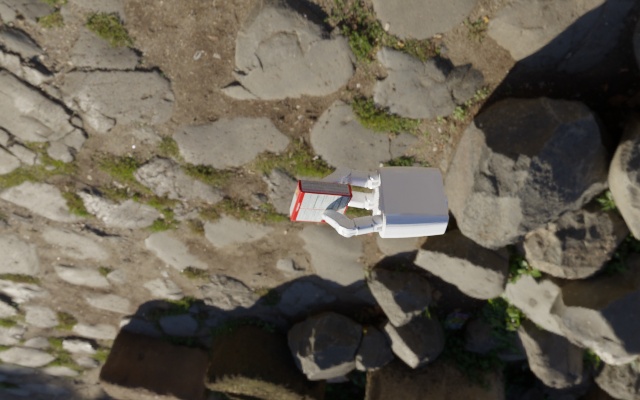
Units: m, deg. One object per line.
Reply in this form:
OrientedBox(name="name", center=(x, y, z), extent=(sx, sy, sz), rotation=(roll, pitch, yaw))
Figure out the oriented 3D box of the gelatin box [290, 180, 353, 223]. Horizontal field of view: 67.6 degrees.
OrientedBox(name="gelatin box", center=(0.000, 0.003, 0.786), extent=(0.089, 0.030, 0.073), rotation=(4, -41, -16))
